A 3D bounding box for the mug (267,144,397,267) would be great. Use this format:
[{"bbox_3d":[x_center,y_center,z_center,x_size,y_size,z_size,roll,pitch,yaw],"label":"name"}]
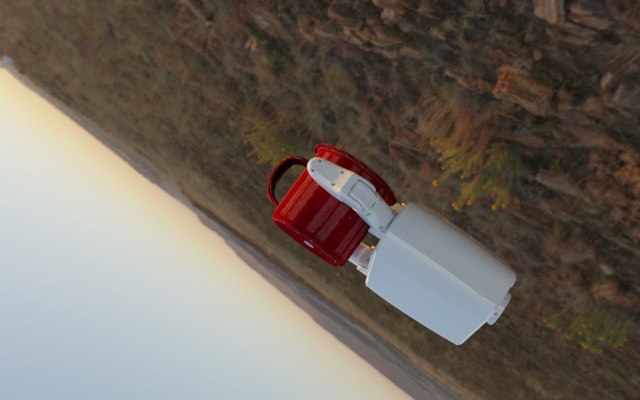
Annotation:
[{"bbox_3d":[-0.001,0.001,0.448,0.117,0.081,0.093,33,-11,18],"label":"mug"}]
